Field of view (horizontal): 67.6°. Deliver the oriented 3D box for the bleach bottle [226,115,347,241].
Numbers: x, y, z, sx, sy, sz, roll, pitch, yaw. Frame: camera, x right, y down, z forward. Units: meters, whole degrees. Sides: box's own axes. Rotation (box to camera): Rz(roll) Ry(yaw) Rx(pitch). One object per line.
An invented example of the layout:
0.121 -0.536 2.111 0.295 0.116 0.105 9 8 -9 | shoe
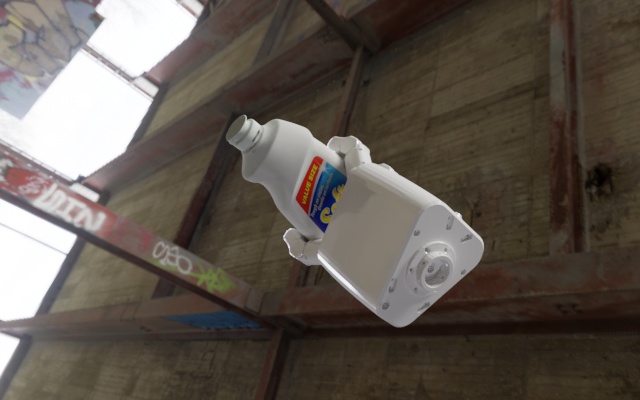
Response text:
0.000 0.002 0.514 0.251 0.102 0.068 37 1 -33 | bleach bottle
